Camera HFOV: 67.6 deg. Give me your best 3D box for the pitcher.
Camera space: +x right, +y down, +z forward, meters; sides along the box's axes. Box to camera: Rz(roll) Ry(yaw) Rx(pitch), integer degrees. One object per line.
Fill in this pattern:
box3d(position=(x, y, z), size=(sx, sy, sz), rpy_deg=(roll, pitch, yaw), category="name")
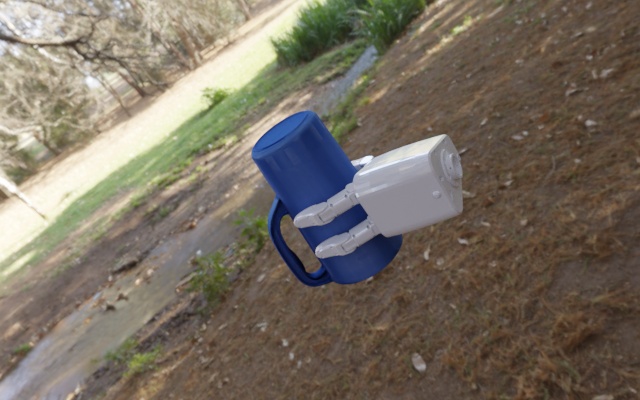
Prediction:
box3d(position=(0.000, 0.002, 0.695), size=(0.145, 0.243, 0.149), rpy_deg=(-18, 28, 35), category="pitcher")
